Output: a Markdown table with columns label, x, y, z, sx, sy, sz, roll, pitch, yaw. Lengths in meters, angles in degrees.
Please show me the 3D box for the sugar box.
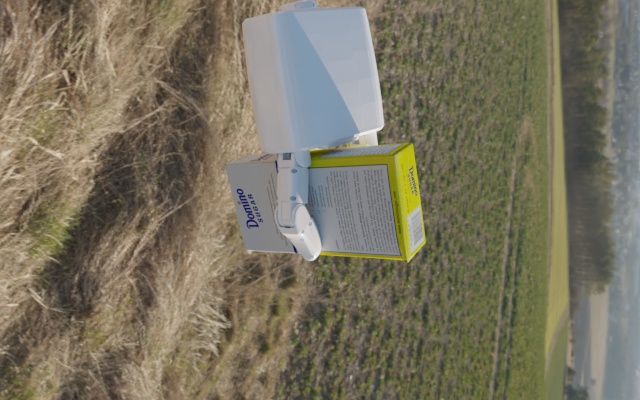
| label | x | y | z | sx | sy | sz | roll | pitch | yaw |
| --- | --- | --- | --- | --- | --- | --- | --- | --- | --- |
| sugar box | 0.000 | 0.001 | 0.433 | 0.176 | 0.093 | 0.048 | 2 | 20 | 35 |
